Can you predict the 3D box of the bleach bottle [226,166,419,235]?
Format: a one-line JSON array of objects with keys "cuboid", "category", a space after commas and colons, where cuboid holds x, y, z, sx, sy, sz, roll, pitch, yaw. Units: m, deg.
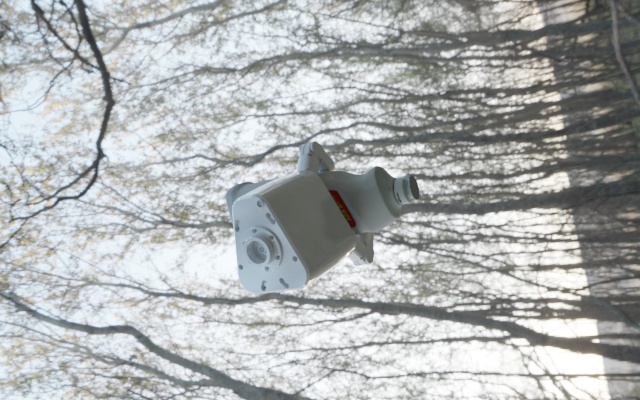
[{"cuboid": [0.000, 0.002, 0.605, 0.251, 0.102, 0.068, -13, 8, 32], "category": "bleach bottle"}]
